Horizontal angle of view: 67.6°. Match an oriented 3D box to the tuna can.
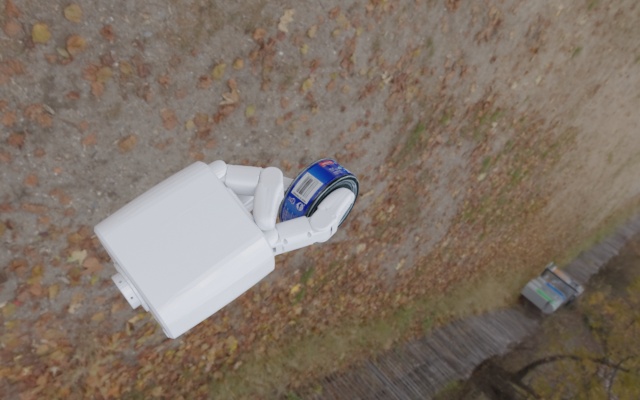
[{"bbox_3d":[0.001,0.002,0.485,0.033,0.086,0.086,38,19,27],"label":"tuna can"}]
